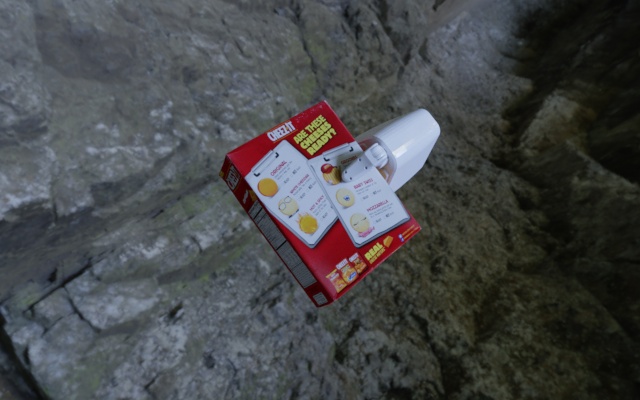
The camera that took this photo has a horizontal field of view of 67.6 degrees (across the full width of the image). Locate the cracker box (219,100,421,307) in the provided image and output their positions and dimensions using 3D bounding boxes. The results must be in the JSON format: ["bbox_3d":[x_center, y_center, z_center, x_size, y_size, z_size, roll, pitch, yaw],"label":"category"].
[{"bbox_3d":[0.000,0.002,0.611,0.164,0.213,0.072,-34,-5,-30],"label":"cracker box"}]
